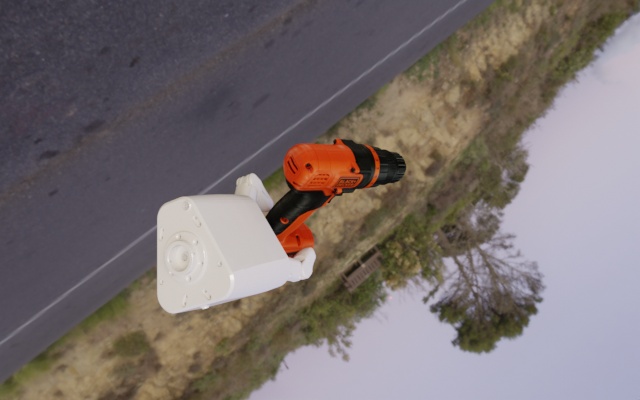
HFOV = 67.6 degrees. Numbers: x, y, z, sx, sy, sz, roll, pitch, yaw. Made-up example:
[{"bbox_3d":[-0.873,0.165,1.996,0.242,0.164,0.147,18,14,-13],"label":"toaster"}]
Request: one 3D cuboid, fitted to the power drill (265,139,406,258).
[{"bbox_3d":[0.000,0.002,0.587,0.184,0.057,0.188,-1,-39,-43],"label":"power drill"}]
